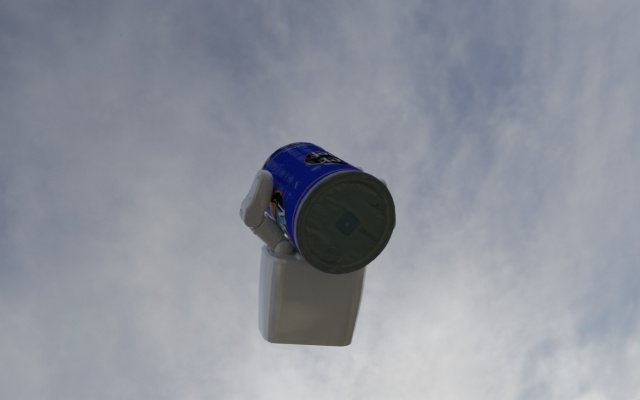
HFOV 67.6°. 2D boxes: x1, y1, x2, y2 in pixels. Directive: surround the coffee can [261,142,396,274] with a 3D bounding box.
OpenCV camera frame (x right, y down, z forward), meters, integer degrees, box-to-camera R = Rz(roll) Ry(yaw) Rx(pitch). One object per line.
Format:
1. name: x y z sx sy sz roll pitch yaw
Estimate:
1. coffee can: 0.000 0.002 0.505 0.103 0.103 0.140 0 18 -23
